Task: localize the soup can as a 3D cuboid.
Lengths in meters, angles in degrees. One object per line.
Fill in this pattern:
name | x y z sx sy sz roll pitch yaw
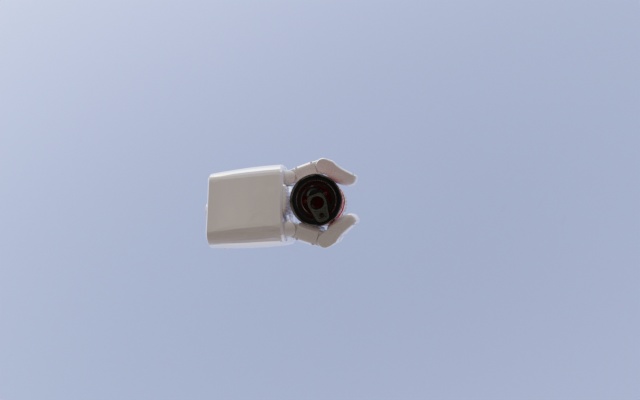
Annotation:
soup can | 0.001 0.002 0.657 0.068 0.068 0.102 0 -3 7
